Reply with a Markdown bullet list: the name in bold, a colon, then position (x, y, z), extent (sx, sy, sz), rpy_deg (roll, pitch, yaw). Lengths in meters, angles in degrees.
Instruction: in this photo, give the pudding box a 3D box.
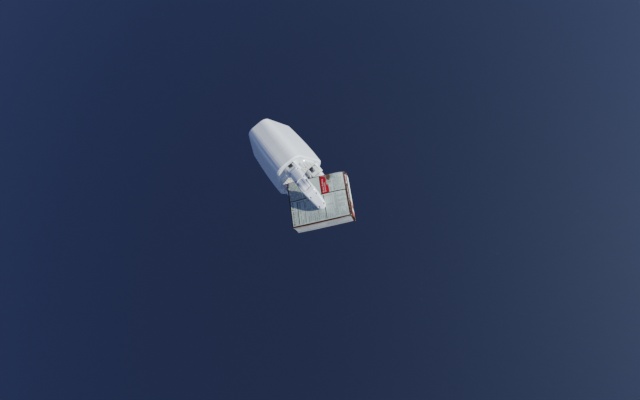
- **pudding box**: position (0.000, 0.003, 0.866), extent (0.113, 0.090, 0.039), rpy_deg (-13, -20, 12)
